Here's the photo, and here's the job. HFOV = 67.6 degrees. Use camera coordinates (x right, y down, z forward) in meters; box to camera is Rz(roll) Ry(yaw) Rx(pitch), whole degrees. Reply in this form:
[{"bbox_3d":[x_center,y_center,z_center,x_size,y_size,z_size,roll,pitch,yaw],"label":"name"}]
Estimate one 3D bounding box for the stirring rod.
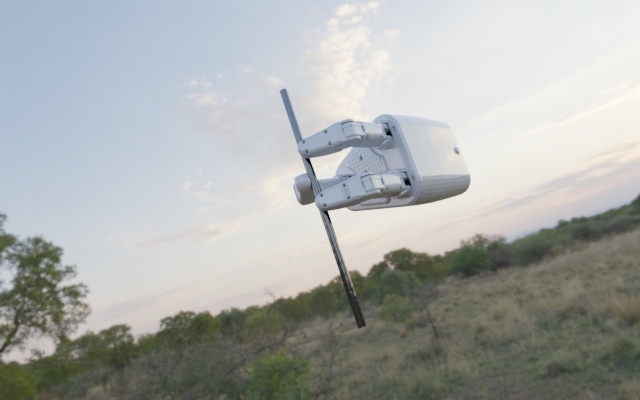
[{"bbox_3d":[0.000,0.002,0.451,0.011,0.239,0.011,-18,-13,-4],"label":"stirring rod"}]
